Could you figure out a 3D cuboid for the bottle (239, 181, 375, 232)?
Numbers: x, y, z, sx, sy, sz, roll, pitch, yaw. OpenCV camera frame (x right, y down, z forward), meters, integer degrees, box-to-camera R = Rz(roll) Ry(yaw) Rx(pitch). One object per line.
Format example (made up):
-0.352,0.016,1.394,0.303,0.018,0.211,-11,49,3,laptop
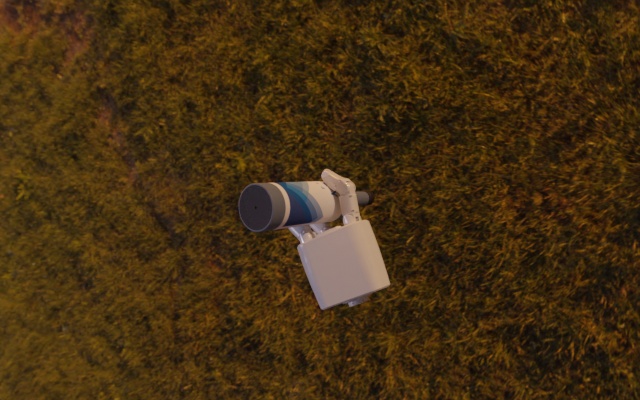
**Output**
0.000,0.002,0.761,0.069,0.069,0.295,0,3,37,bottle
